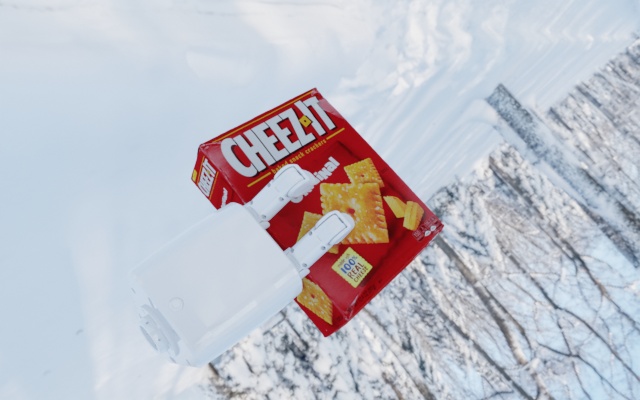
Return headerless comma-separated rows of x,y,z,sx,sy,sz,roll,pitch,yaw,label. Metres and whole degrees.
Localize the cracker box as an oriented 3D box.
0.000,0.002,0.492,0.164,0.213,0.072,-35,-11,-34,cracker box
